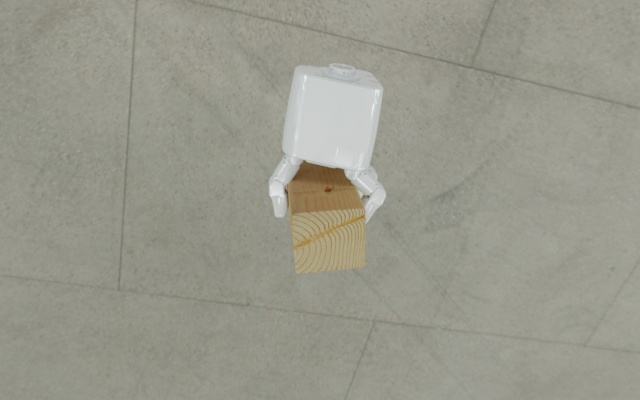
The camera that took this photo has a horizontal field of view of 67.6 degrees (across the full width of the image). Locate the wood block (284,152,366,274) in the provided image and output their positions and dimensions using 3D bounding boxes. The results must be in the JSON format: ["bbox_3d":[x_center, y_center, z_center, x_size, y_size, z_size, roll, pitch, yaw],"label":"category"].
[{"bbox_3d":[0.000,0.002,0.670,0.091,0.090,0.206,-4,28,-4],"label":"wood block"}]
